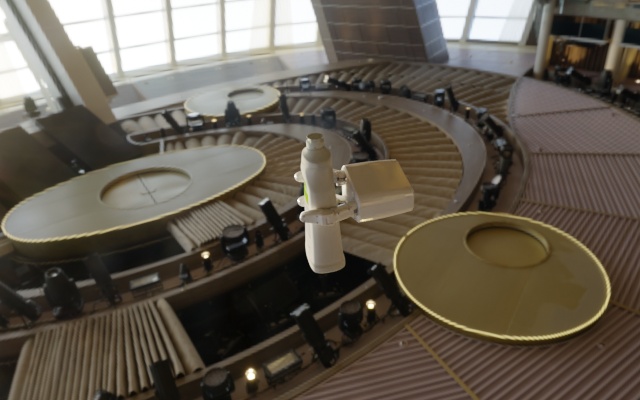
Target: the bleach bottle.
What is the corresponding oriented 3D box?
[{"bbox_3d":[0.000,0.003,0.868,0.068,0.251,0.102,-10,30,-10],"label":"bleach bottle"}]
